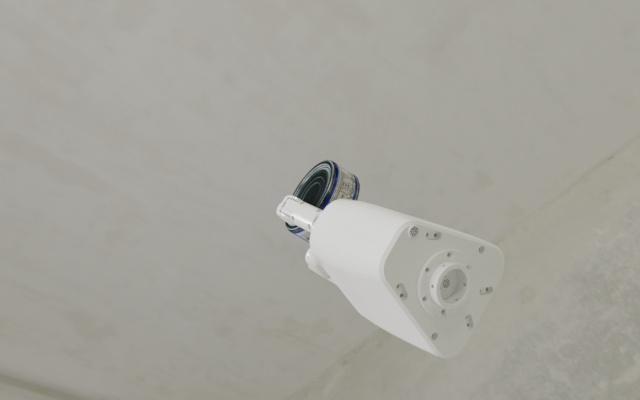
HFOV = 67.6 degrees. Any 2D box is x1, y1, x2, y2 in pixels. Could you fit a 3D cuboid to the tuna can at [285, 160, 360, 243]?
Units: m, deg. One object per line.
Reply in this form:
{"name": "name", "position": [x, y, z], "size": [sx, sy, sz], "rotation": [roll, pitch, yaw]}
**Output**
{"name": "tuna can", "position": [0.000, 0.001, 0.493], "size": [0.034, 0.086, 0.086], "rotation": [32, -14, -23]}
